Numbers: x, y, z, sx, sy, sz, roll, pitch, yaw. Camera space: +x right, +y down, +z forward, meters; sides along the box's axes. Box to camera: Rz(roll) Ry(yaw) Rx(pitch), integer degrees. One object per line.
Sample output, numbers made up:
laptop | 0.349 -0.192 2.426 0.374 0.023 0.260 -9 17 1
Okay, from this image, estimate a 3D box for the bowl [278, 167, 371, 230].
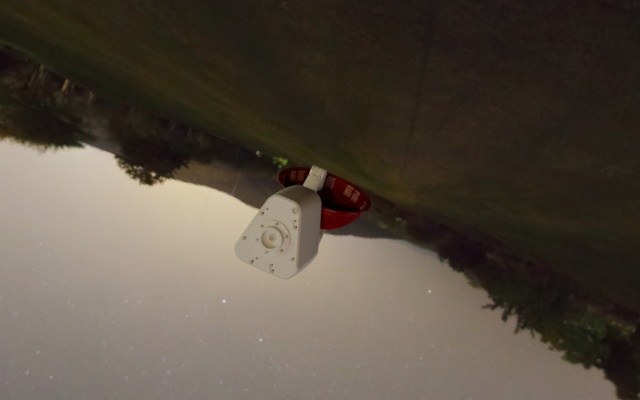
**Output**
bowl | 0.001 0.003 0.805 0.162 0.055 0.162 16 23 -7
